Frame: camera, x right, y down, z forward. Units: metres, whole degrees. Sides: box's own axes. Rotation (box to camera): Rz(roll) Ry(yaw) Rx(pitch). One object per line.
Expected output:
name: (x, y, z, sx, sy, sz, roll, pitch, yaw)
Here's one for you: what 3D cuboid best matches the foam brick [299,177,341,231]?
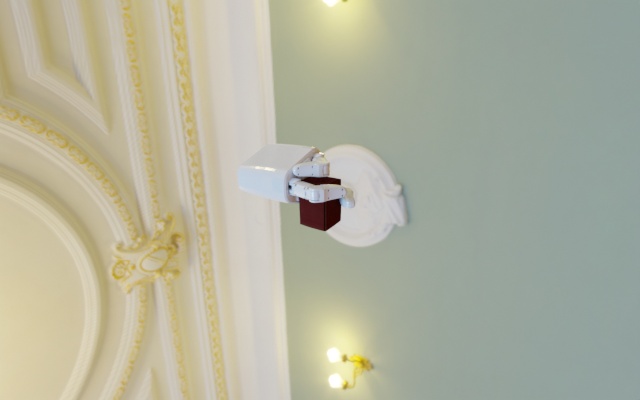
foam brick: (0.000, 0.003, 0.790, 0.051, 0.078, 0.053, 11, 22, 30)
